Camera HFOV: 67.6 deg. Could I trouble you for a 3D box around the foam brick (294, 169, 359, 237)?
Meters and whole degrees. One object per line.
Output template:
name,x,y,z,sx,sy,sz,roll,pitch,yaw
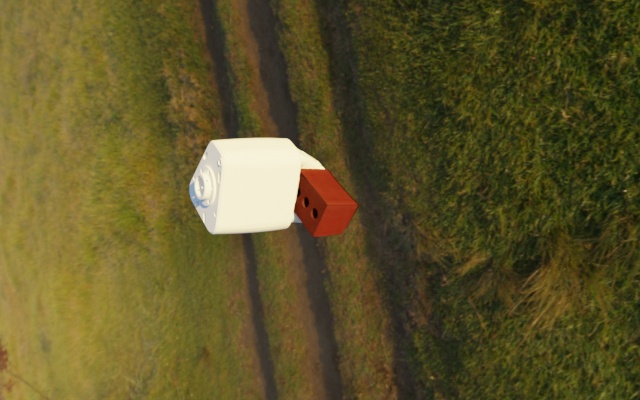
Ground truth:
foam brick,0.000,0.002,0.614,0.051,0.053,0.078,-2,39,-39
